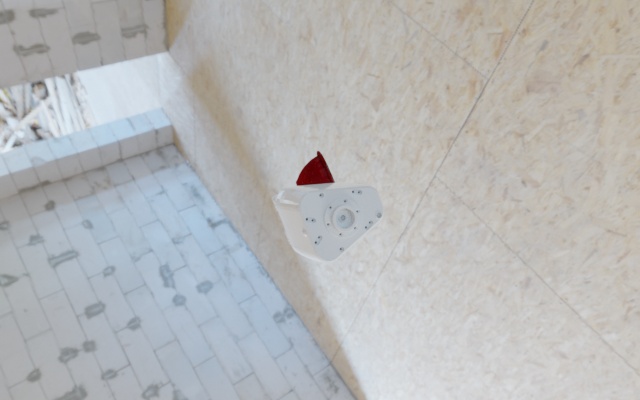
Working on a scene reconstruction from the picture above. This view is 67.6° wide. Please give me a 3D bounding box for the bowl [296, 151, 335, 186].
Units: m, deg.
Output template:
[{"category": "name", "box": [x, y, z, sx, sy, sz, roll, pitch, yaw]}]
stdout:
[{"category": "bowl", "box": [0.000, 0.003, 0.789, 0.055, 0.162, 0.162, -20, 1, -3]}]
